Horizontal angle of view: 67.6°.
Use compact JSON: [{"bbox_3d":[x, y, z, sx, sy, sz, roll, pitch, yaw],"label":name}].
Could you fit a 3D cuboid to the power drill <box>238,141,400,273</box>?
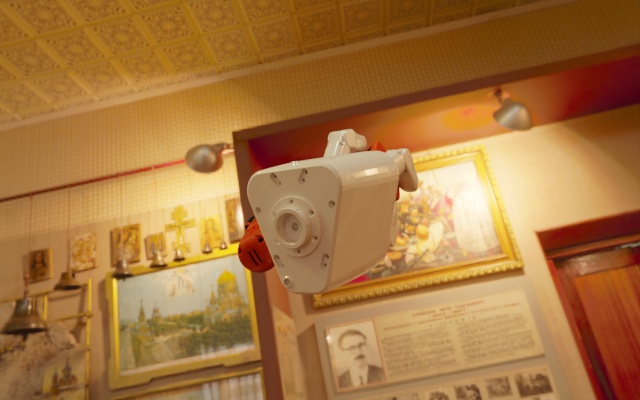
[{"bbox_3d":[0.000,0.002,0.566,0.188,0.057,0.184,-30,14,15],"label":"power drill"}]
